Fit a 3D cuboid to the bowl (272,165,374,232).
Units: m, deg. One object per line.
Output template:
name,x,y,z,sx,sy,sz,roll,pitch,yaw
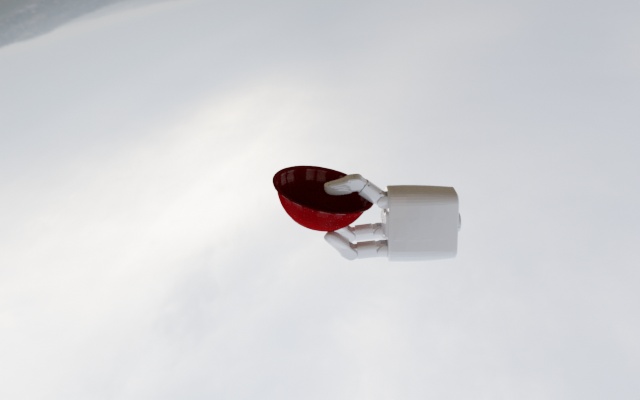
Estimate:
bowl,-0.001,0.002,0.749,0.162,0.055,0.162,11,27,-5
